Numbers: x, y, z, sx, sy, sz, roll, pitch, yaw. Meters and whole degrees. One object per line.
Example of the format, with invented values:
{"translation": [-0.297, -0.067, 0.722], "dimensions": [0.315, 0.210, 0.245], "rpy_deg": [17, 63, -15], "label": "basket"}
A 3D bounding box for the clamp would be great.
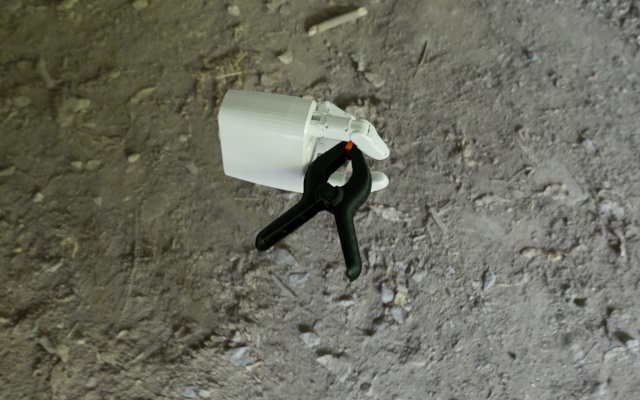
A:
{"translation": [0.000, 0.001, 0.538], "dimensions": [0.120, 0.171, 0.039], "rpy_deg": [11, -28, 7], "label": "clamp"}
